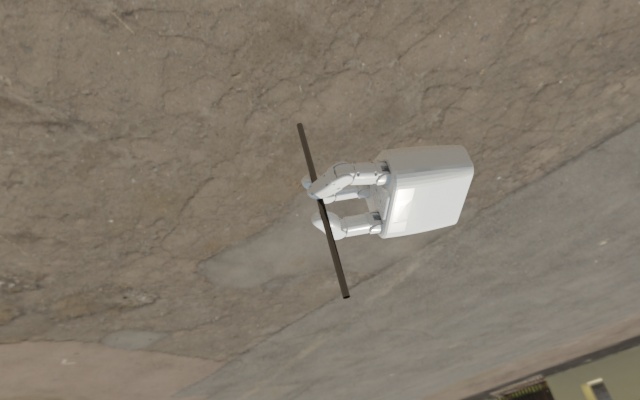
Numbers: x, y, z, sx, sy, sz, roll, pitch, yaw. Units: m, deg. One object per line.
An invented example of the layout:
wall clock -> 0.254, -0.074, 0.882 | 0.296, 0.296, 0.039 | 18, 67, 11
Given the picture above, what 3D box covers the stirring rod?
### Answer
stirring rod -> 0.000, 0.002, 0.564 | 0.011, 0.239, 0.011 | -11, -30, -7
